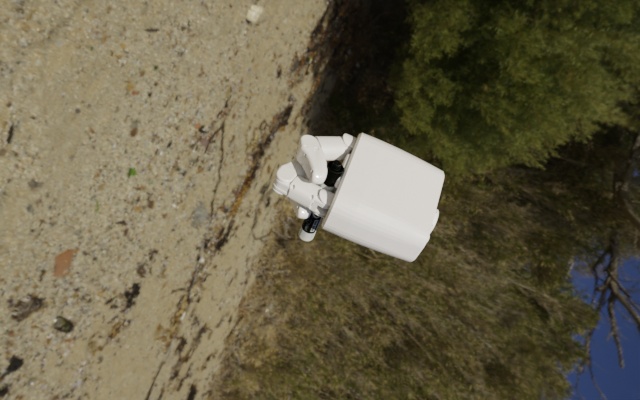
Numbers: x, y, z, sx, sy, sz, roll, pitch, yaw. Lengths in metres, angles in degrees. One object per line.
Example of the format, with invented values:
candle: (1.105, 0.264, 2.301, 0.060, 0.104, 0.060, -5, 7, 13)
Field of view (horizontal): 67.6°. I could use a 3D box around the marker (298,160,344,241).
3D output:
marker: (0.000, 0.002, 0.526, 0.020, 0.020, 0.121, 0, -41, -23)
